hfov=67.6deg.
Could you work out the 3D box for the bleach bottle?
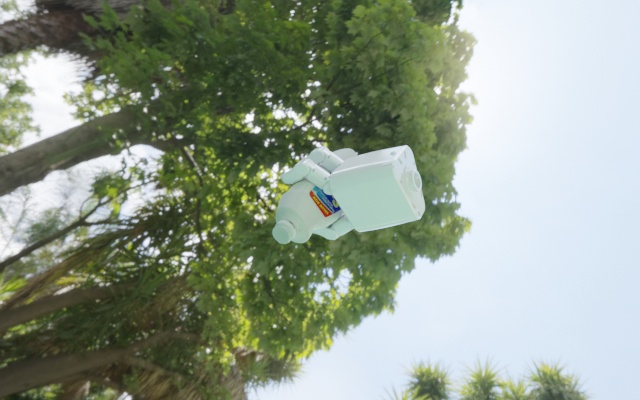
[{"bbox_3d":[0.000,0.002,0.774,0.068,0.102,0.250,-13,19,32],"label":"bleach bottle"}]
